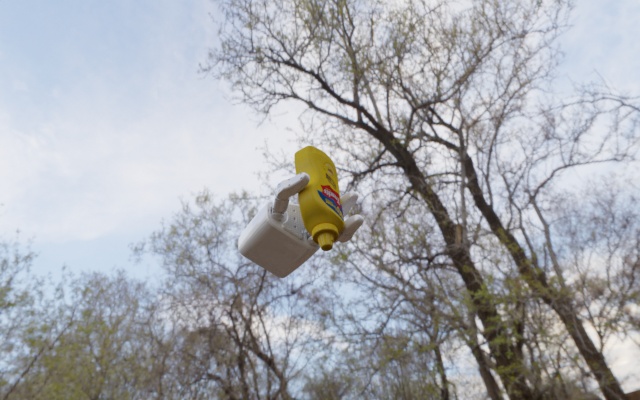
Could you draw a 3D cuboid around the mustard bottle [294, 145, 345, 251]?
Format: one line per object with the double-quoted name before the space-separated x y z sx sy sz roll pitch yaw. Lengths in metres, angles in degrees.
"mustard bottle" 0.000 0.002 0.783 0.058 0.191 0.096 -26 -46 19
